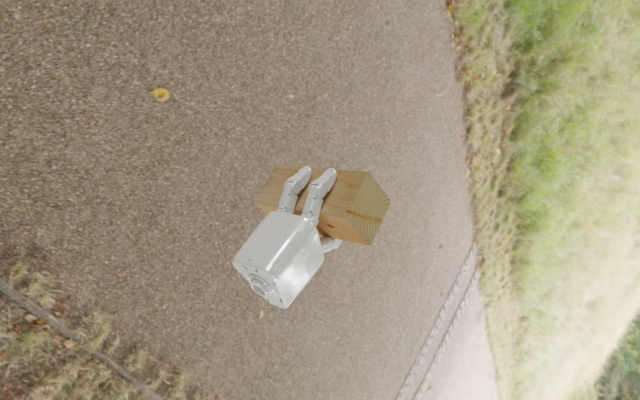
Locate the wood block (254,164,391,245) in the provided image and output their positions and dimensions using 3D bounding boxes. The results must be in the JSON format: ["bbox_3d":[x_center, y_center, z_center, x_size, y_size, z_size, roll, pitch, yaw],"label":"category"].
[{"bbox_3d":[0.000,0.003,0.817,0.206,0.090,0.091,8,-28,40],"label":"wood block"}]
